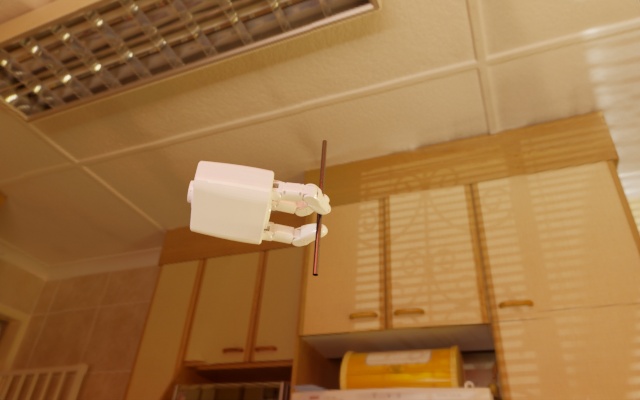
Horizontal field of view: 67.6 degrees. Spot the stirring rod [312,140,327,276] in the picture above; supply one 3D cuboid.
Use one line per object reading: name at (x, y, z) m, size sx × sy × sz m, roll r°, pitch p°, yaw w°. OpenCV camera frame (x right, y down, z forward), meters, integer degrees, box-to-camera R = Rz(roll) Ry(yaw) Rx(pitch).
stirring rod at (0.000, 0.002, 0.720) m, size 0.011 × 0.239 × 0.011 m, roll 3°, pitch -34°, yaw 2°
